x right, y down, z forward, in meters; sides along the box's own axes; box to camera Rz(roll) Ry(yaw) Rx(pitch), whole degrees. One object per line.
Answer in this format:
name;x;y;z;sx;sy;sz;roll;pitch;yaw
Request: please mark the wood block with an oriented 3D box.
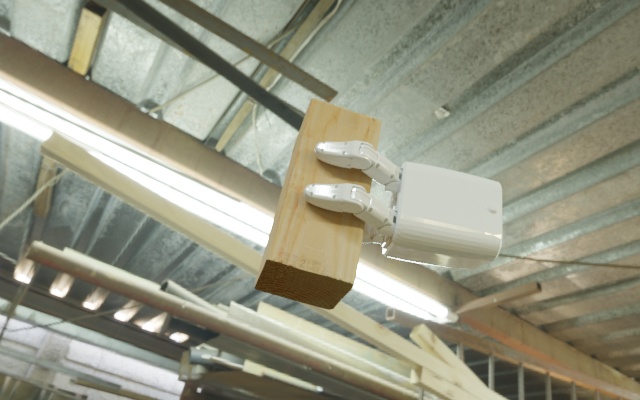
wood block;0.000;0.002;0.532;0.090;0.206;0.091;17;-32;-6
